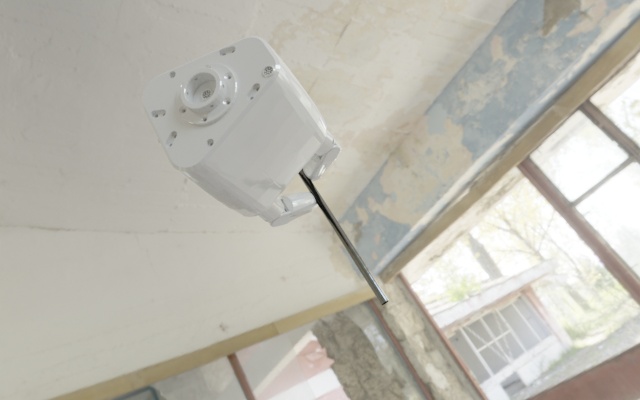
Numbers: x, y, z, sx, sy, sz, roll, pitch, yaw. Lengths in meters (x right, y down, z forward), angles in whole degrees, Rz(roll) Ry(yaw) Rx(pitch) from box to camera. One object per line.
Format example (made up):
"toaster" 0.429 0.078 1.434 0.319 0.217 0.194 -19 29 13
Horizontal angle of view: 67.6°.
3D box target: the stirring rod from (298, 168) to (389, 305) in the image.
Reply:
"stirring rod" 0.000 0.002 0.486 0.011 0.239 0.011 -26 -25 -14
